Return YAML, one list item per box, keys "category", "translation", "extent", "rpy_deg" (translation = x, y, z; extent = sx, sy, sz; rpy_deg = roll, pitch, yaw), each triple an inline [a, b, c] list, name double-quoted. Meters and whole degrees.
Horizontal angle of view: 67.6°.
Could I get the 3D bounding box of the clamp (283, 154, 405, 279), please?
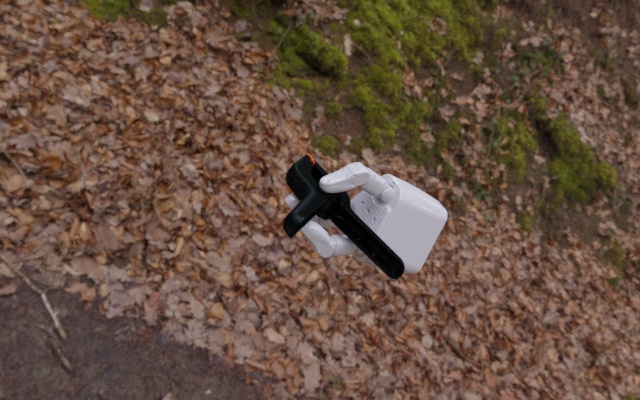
- category: "clamp"
  translation: [0.001, 0.001, 0.575]
  extent: [0.164, 0.036, 0.209]
  rpy_deg: [23, 24, -38]
